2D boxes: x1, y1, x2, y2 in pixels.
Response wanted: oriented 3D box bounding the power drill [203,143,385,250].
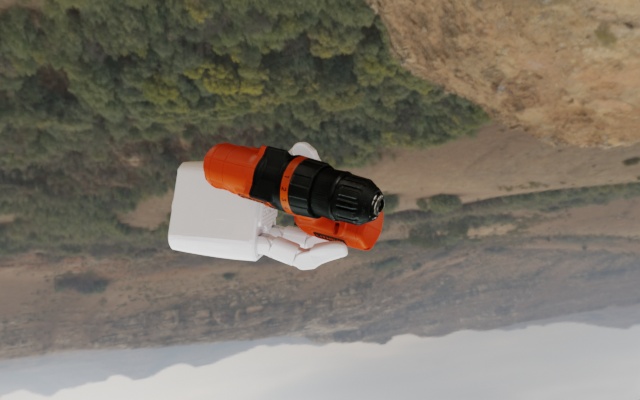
[{"bbox_3d":[0.000,0.002,0.486,0.184,0.057,0.188,17,-9,29],"label":"power drill"}]
